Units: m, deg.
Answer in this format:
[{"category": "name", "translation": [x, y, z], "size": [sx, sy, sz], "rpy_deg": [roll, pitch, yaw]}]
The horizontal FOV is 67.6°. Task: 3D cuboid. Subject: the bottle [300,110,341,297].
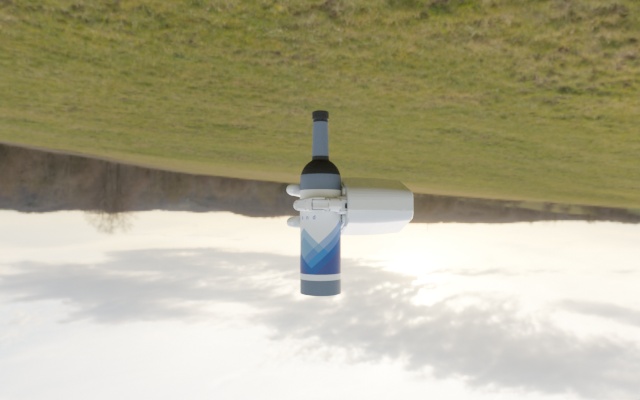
[{"category": "bottle", "translation": [0.000, 0.003, 0.775], "size": [0.069, 0.295, 0.069], "rpy_deg": [0, -2, 0]}]
